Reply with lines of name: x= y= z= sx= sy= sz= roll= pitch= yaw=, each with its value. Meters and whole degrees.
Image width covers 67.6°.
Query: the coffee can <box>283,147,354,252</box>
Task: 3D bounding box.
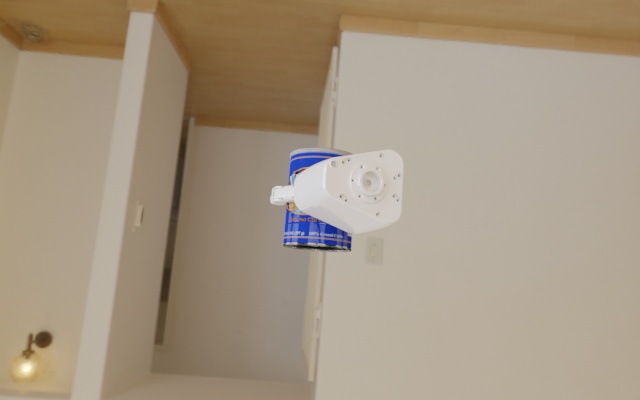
coffee can: x=0.000 y=0.002 z=0.712 sx=0.103 sy=0.140 sz=0.103 roll=4 pitch=-9 yaw=1
